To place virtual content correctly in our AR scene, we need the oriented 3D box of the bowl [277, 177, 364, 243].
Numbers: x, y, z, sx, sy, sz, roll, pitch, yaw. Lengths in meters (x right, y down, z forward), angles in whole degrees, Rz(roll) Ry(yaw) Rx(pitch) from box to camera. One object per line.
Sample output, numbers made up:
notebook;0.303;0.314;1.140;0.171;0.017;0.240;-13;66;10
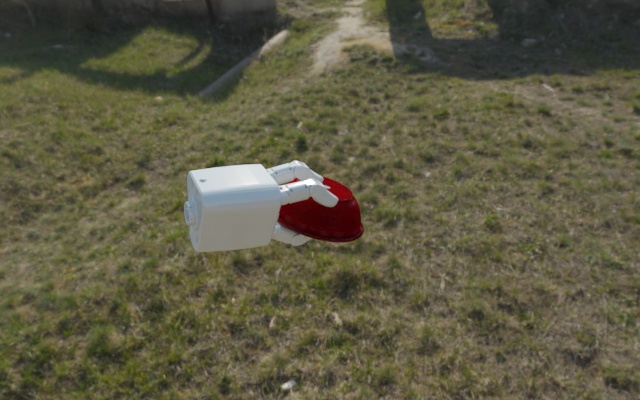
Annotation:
bowl;0.001;0.002;0.758;0.162;0.055;0.162;16;21;-6
